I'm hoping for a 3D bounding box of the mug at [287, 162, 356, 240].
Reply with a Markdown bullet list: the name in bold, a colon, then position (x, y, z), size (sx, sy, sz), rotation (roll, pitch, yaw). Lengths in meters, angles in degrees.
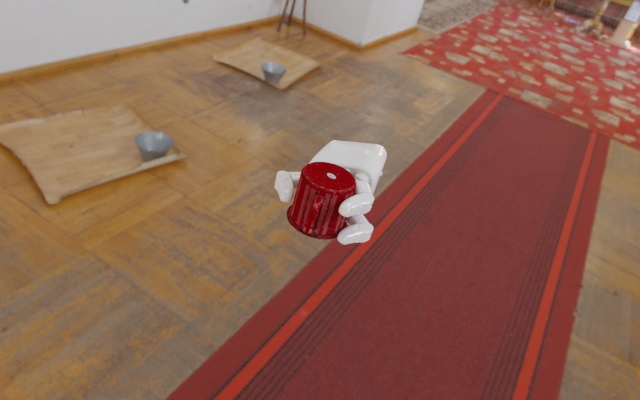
- **mug**: position (0.000, 0.003, 0.685), size (0.093, 0.081, 0.117), rotation (21, 33, 8)
